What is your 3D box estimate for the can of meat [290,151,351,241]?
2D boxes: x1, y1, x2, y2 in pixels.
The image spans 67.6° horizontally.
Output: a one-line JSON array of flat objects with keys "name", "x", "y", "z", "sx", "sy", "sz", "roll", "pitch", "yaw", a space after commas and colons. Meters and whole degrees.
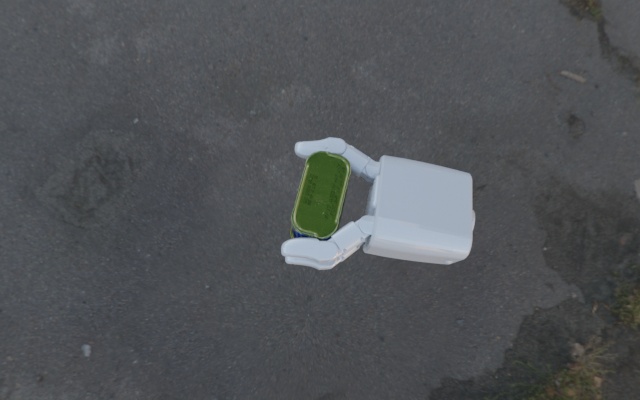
[{"name": "can of meat", "x": 0.000, "y": 0.002, "z": 0.551, "sx": 0.057, "sy": 0.102, "sz": 0.084, "roll": 13, "pitch": -13, "yaw": 1}]
